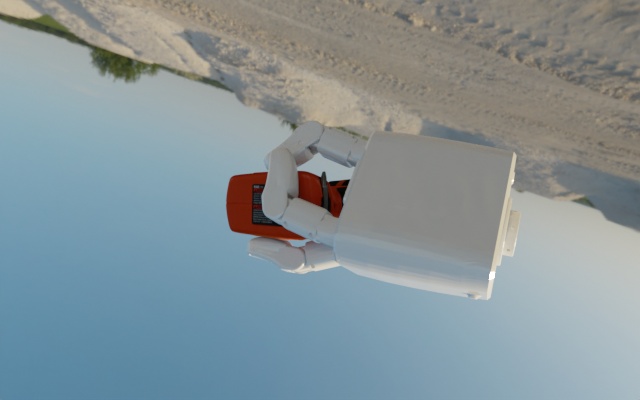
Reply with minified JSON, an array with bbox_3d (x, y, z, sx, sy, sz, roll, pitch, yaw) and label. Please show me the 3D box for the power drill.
[{"bbox_3d":[0.000,0.002,0.479,0.184,0.057,0.187,-1,1,38],"label":"power drill"}]
